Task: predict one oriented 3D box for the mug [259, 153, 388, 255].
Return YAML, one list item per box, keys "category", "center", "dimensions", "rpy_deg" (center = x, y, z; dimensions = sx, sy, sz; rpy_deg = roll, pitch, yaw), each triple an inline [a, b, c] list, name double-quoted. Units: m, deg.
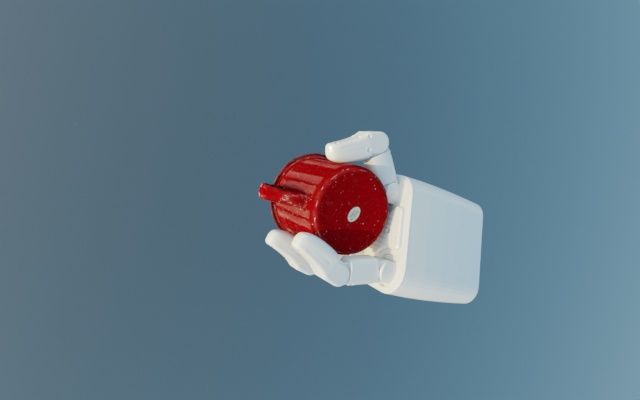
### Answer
- category: "mug"
  center: [-0.001, 0.001, 0.447]
  dimensions: [0.117, 0.093, 0.081]
  rpy_deg: [14, 2, -29]
